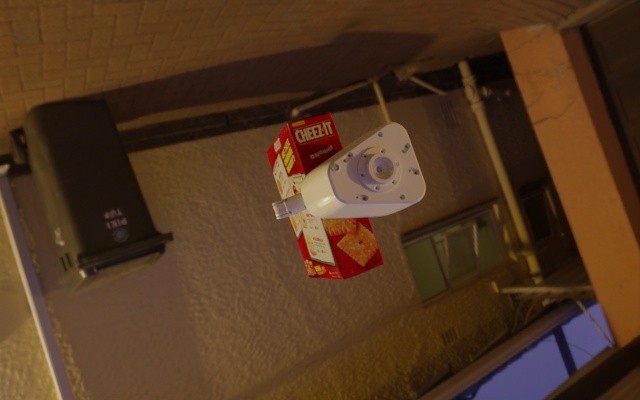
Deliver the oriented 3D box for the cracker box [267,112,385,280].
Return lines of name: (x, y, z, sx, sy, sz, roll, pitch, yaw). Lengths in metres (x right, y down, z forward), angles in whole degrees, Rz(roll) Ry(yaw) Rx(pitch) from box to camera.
cracker box: (0.000, 0.002, 0.686, 0.072, 0.213, 0.164, -18, -3, -18)
